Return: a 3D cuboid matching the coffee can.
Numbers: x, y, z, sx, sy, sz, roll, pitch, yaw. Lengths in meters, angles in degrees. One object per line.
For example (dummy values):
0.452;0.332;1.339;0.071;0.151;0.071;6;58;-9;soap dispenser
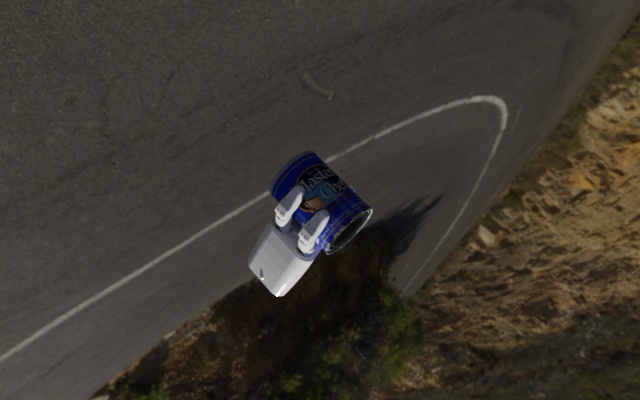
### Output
0.000;0.002;0.778;0.140;0.103;0.103;46;16;16;coffee can
